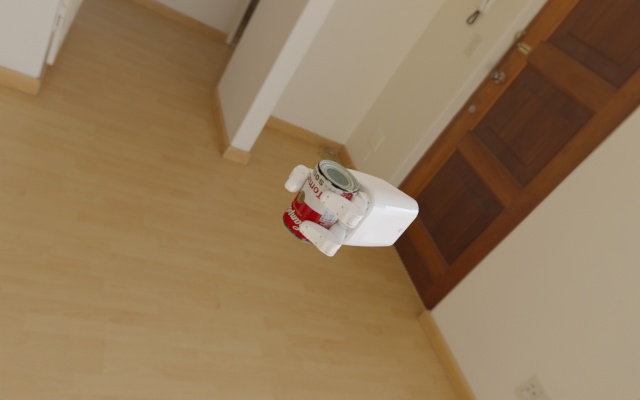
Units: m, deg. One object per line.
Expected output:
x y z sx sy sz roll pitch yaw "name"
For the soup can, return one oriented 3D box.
0.000 0.002 0.671 0.068 0.102 0.068 27 29 -16 "soup can"
